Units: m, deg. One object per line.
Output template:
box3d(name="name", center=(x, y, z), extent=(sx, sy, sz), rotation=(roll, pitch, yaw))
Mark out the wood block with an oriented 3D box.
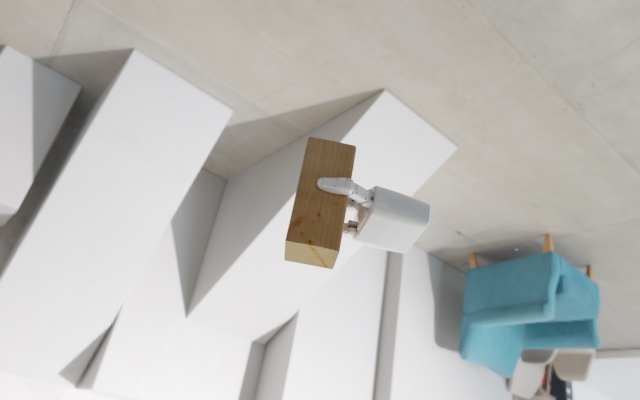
box3d(name="wood block", center=(0.001, 0.003, 0.841), extent=(0.090, 0.206, 0.091), rotation=(11, -28, -1))
